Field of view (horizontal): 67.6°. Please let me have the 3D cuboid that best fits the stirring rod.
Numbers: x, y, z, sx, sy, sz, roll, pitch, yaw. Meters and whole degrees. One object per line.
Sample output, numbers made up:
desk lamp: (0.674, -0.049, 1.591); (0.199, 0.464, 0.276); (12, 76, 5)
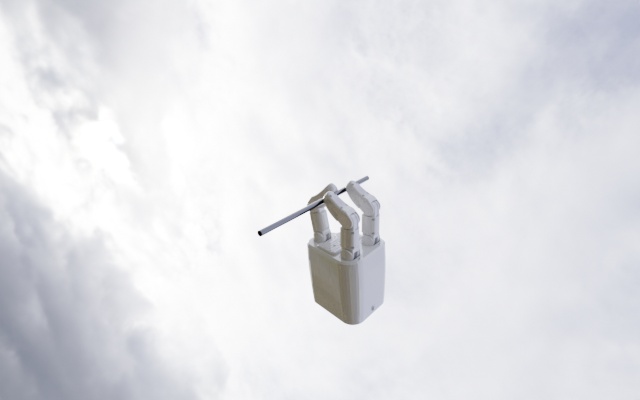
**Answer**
stirring rod: (0.000, 0.002, 0.660); (0.011, 0.011, 0.239); (0, 18, 40)
